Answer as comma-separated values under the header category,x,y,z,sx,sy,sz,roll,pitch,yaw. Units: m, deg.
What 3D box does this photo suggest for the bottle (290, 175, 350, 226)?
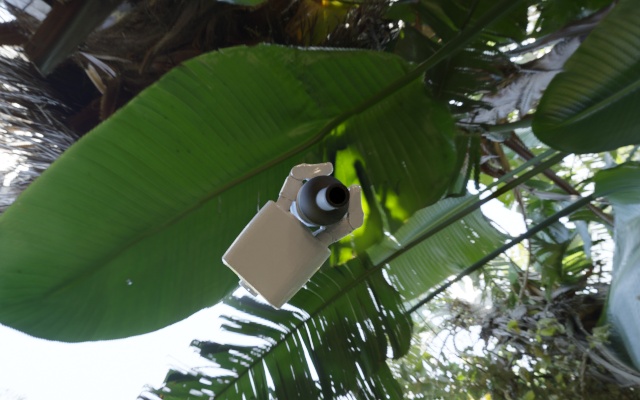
category,x,y,z,sx,sy,sz,roll,pitch,yaw
bottle,0.000,0.002,0.656,0.069,0.069,0.296,0,-3,-7
